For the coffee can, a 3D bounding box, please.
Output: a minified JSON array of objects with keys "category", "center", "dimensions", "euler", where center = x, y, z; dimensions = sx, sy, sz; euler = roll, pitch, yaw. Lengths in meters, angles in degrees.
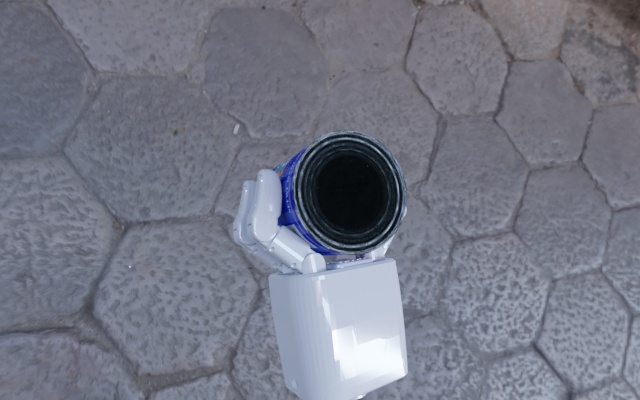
[{"category":"coffee can","center":[0.000,0.001,0.449],"dimensions":[0.103,0.103,0.140],"euler":[0,-7,-22]}]
